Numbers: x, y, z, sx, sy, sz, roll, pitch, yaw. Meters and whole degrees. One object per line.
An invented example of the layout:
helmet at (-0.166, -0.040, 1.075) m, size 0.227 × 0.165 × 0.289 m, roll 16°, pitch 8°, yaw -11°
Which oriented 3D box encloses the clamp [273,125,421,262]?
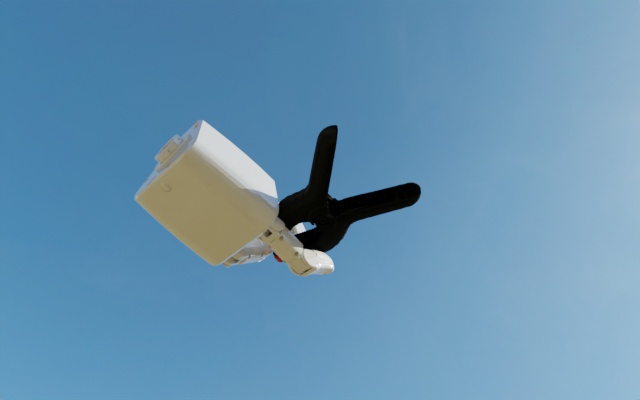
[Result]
clamp at (0.000, 0.001, 0.480) m, size 0.171 × 0.120 × 0.039 m, roll -35°, pitch 25°, yaw 25°
